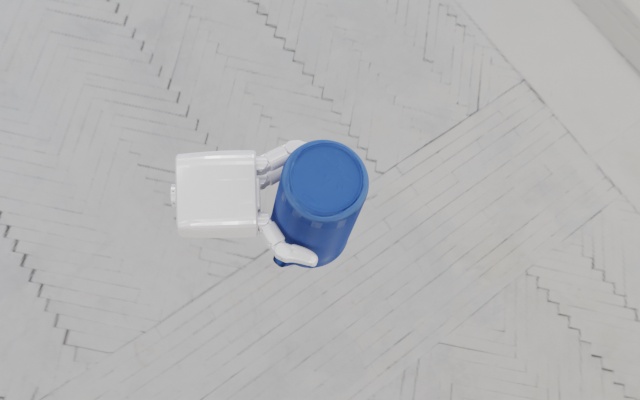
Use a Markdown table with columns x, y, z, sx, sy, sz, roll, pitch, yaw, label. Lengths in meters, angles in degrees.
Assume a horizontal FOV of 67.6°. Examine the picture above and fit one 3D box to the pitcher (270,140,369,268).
| x | y | z | sx | sy | sz | roll | pitch | yaw | label |
| --- | --- | --- | --- | --- | --- | --- | --- | --- | --- |
| 0.000 | 0.002 | 0.684 | 0.145 | 0.149 | 0.243 | -2 | -18 | -8 | pitcher |
